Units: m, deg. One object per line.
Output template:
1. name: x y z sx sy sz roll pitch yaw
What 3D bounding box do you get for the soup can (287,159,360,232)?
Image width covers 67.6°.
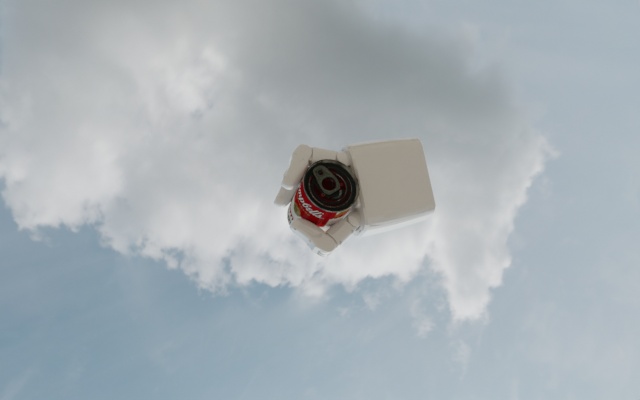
1. soup can: 0.000 0.002 0.594 0.068 0.068 0.102 0 -24 -16
